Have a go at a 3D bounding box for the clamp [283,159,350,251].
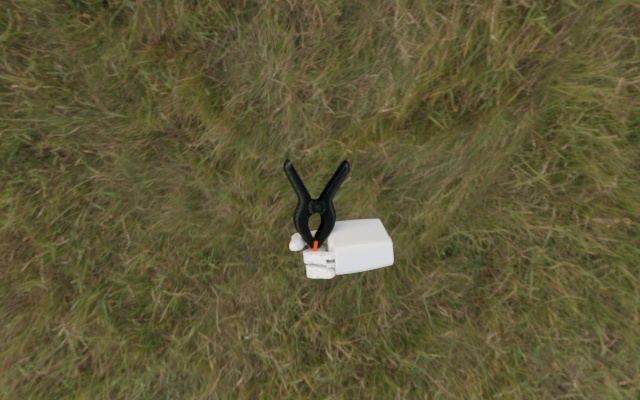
[{"bbox_3d":[0.000,0.003,0.861,0.120,0.171,0.039,-8,16,-8],"label":"clamp"}]
